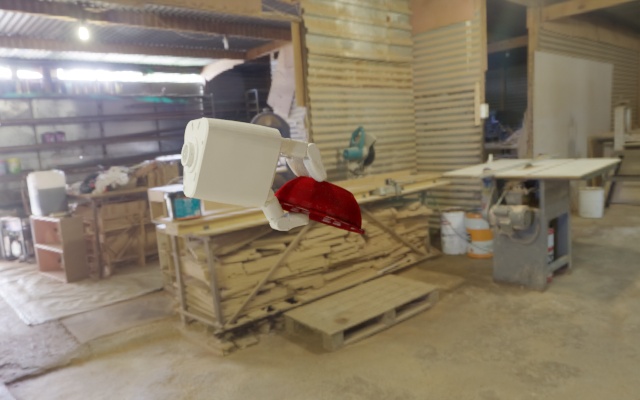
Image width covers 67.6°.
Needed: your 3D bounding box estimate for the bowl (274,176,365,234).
[{"bbox_3d":[0.001,0.002,0.751,0.162,0.055,0.162,18,-6,2],"label":"bowl"}]
